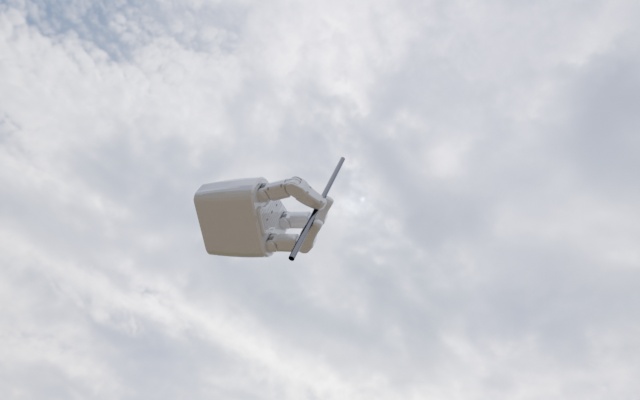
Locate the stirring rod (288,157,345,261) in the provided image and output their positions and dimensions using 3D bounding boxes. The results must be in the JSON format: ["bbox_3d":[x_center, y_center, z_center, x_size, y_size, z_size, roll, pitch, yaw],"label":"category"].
[{"bbox_3d":[0.000,0.002,0.676,0.011,0.011,0.239,0,35,21],"label":"stirring rod"}]
